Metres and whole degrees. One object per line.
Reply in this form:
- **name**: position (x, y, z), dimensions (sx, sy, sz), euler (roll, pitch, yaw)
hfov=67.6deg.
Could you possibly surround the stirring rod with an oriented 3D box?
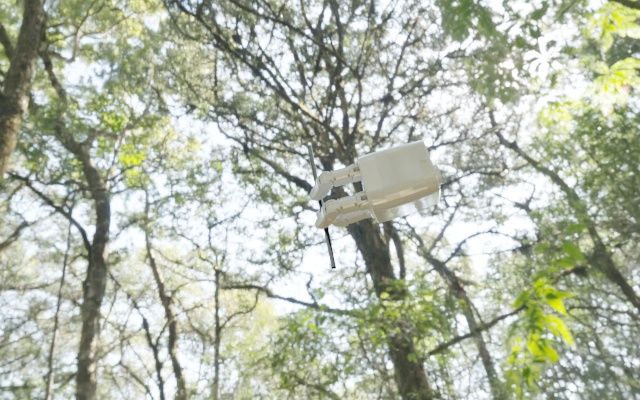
- **stirring rod**: position (0.000, 0.003, 0.778), dimensions (0.011, 0.239, 0.011), euler (-8, -34, -5)
